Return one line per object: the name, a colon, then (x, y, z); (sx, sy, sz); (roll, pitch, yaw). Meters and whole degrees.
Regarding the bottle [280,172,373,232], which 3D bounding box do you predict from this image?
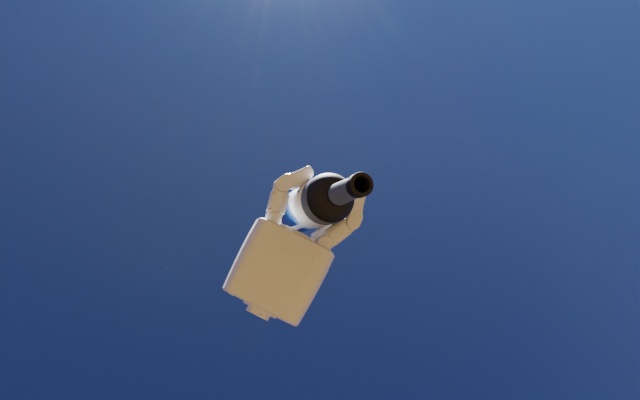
bottle: (0.000, 0.002, 0.653); (0.069, 0.069, 0.296); (0, -8, -18)
